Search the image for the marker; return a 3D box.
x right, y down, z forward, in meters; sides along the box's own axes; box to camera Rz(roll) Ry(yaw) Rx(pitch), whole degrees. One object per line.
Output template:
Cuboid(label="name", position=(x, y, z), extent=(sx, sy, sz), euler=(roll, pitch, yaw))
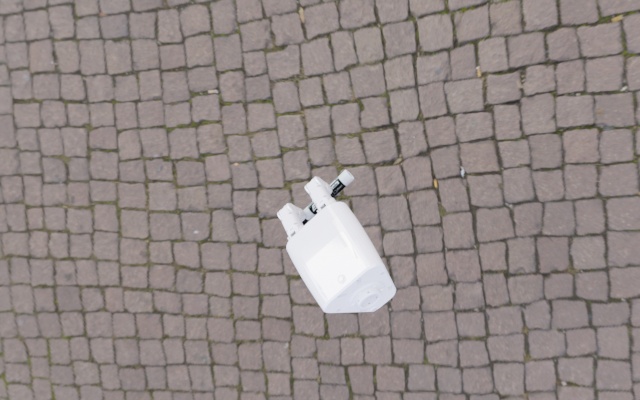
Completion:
Cuboid(label="marker", position=(0.000, 0.002, 0.705), extent=(0.121, 0.020, 0.020), euler=(-43, -12, 13))
